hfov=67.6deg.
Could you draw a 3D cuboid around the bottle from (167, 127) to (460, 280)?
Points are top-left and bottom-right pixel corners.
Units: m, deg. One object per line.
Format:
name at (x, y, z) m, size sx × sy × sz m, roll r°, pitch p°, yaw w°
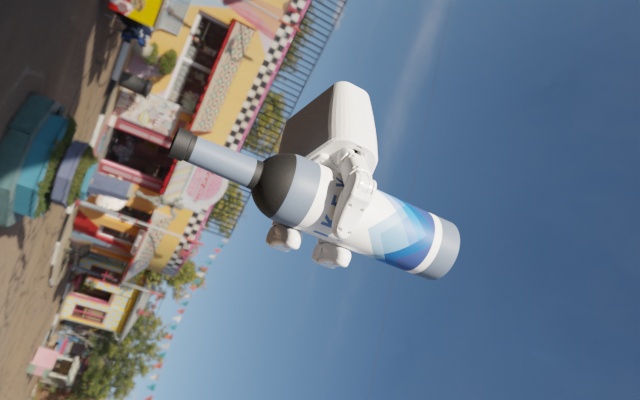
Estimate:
bottle at (0.000, 0.002, 0.463) m, size 0.296 × 0.069 × 0.069 m, roll 22°, pitch -8°, yaw -21°
